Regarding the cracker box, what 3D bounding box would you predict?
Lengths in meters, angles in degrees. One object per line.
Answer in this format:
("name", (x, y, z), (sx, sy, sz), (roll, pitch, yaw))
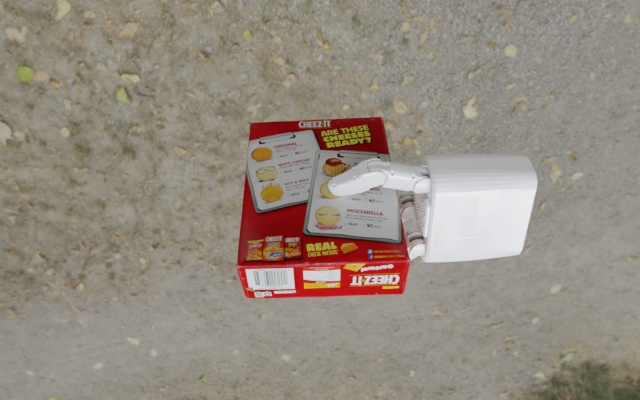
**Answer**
("cracker box", (0.000, 0.002, 0.532), (0.164, 0.213, 0.072), (-2, -42, -1))
